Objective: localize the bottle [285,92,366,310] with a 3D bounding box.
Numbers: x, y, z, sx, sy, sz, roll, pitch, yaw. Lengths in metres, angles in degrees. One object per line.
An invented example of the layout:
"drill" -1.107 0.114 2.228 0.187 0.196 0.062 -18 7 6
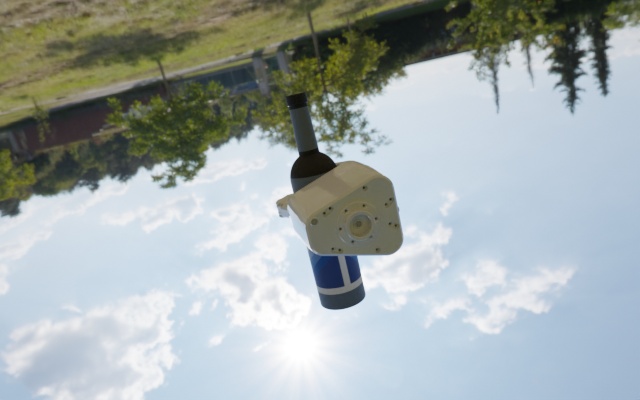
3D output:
"bottle" 0.000 0.002 0.651 0.069 0.296 0.069 -12 14 3
